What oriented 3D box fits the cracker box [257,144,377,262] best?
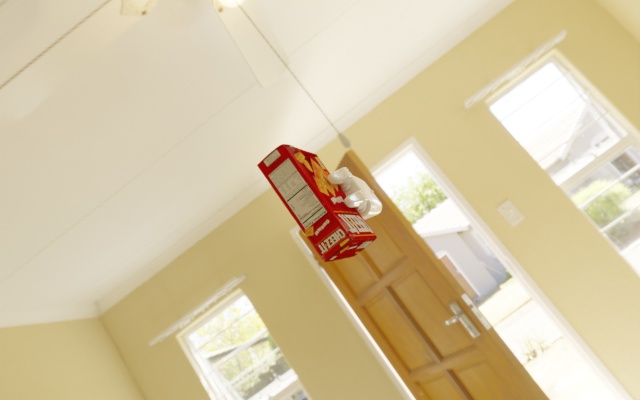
[{"bbox_3d":[0.000,0.003,0.876,0.072,0.213,0.164,-40,-16,15],"label":"cracker box"}]
